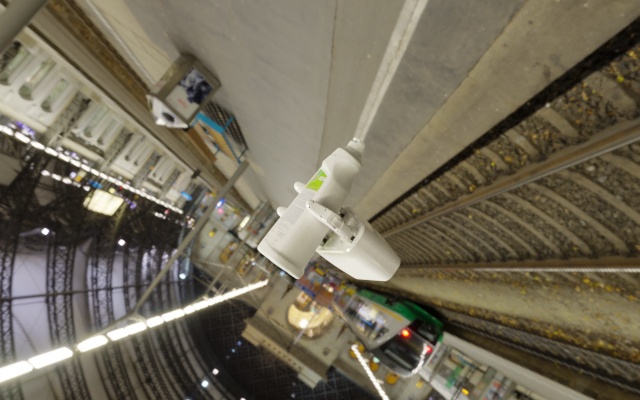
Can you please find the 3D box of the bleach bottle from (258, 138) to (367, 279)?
[{"bbox_3d":[0.000,0.003,0.800,0.068,0.251,0.102,40,-8,-27],"label":"bleach bottle"}]
